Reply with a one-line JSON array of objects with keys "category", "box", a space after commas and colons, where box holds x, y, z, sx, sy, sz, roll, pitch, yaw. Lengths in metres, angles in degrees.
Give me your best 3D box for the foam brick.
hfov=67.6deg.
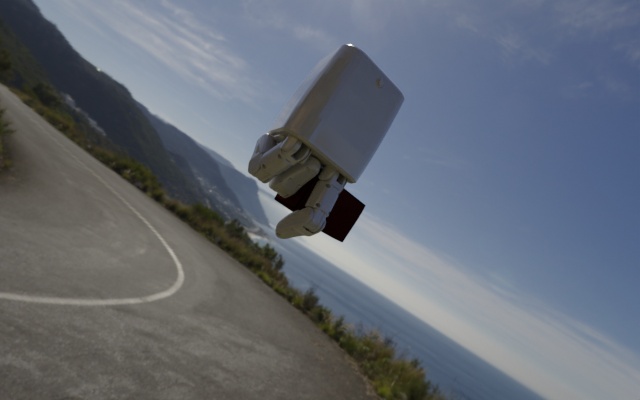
[{"category": "foam brick", "box": [0.000, 0.002, 0.528, 0.078, 0.051, 0.053, 37, -7, -34]}]
